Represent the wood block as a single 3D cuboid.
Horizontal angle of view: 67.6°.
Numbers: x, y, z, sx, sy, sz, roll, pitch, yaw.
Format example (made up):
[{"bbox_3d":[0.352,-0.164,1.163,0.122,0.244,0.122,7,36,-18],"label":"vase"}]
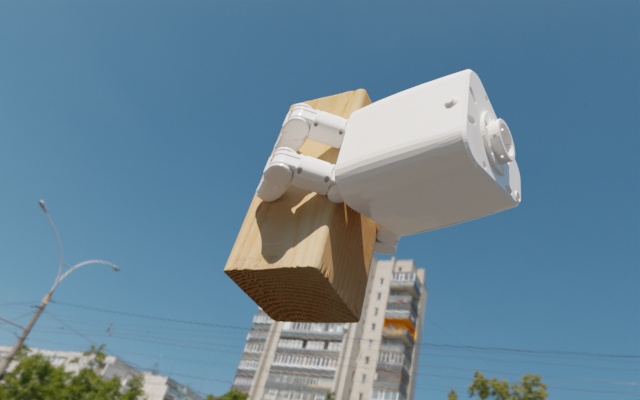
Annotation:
[{"bbox_3d":[0.001,0.002,0.453,0.090,0.206,0.091,-7,-43,28],"label":"wood block"}]
